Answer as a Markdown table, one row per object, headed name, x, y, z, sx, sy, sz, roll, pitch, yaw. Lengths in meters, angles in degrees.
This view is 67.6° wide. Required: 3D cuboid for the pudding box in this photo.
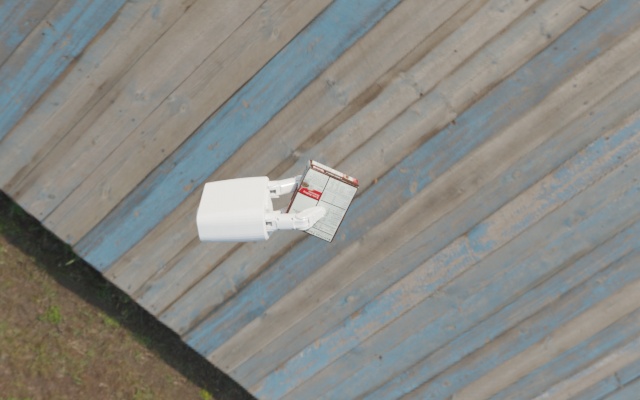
| name | x | y | z | sx | sy | sz | roll | pitch | yaw |
| --- | --- | --- | --- | --- | --- | --- | --- | --- | --- |
| pudding box | 0.000 | 0.003 | 0.781 | 0.090 | 0.113 | 0.039 | 23 | 22 | -9 |
